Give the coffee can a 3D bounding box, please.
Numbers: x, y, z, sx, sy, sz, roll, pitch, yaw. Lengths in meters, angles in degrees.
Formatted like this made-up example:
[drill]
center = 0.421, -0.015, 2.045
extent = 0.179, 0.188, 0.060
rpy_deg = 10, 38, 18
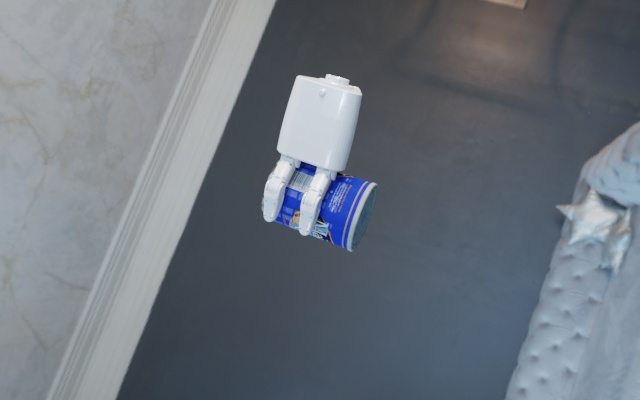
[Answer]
[coffee can]
center = 0.000, 0.002, 0.697
extent = 0.140, 0.103, 0.103
rpy_deg = 20, 5, 15
